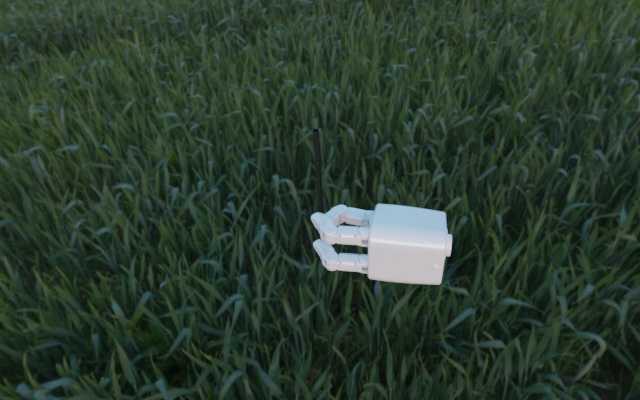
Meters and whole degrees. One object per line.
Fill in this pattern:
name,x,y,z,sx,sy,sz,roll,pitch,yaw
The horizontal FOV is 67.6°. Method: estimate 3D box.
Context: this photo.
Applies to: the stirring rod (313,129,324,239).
stirring rod,0.000,0.002,0.702,0.011,0.240,0.011,-2,38,2
